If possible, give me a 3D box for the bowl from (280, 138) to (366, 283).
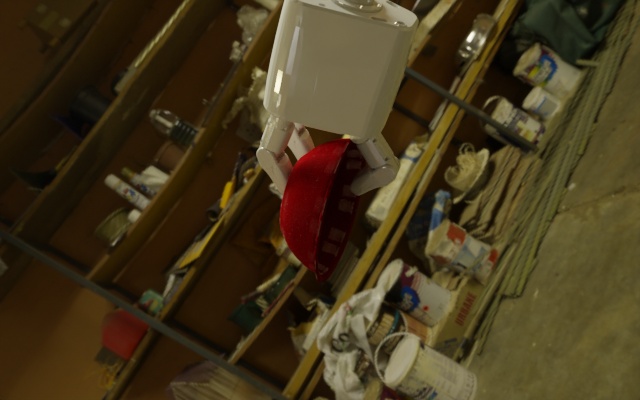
[{"bbox_3d":[-0.001,0.003,0.507,0.055,0.162,0.162,14,4,15],"label":"bowl"}]
